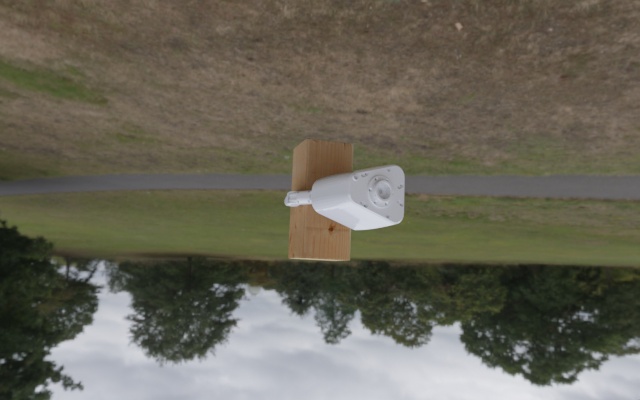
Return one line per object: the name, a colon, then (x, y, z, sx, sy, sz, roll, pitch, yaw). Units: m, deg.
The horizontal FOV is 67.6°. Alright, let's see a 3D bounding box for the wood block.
wood block: (0.000, 0.003, 0.860, 0.091, 0.206, 0.090, 5, -9, -19)
